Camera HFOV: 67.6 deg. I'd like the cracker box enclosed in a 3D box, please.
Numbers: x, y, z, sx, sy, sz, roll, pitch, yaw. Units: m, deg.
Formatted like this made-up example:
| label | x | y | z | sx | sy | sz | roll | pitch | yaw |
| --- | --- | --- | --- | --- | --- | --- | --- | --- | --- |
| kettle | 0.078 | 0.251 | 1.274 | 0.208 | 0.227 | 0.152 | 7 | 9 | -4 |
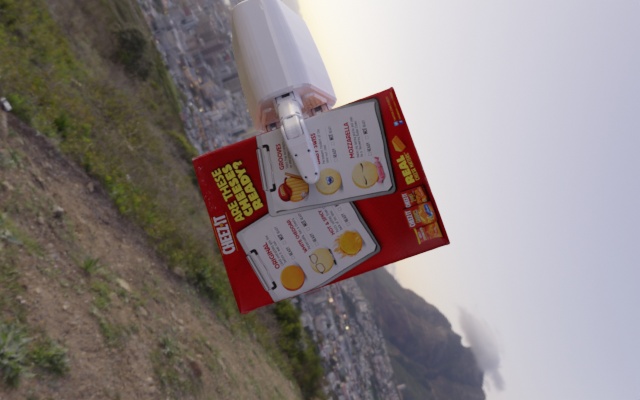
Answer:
| label | x | y | z | sx | sy | sz | roll | pitch | yaw |
| --- | --- | --- | --- | --- | --- | --- | --- | --- | --- |
| cracker box | 0.000 | 0.002 | 0.490 | 0.214 | 0.164 | 0.072 | -19 | -7 | 4 |
